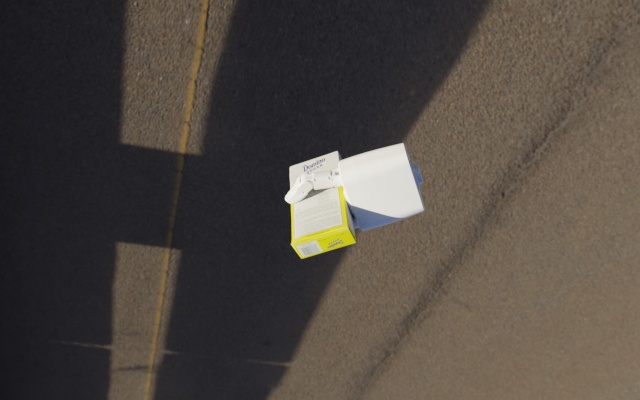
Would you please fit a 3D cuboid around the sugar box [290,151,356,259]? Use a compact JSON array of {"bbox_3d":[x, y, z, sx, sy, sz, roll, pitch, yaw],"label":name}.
[{"bbox_3d":[0.000,0.003,0.770,0.093,0.176,0.048,-17,-48,13],"label":"sugar box"}]
